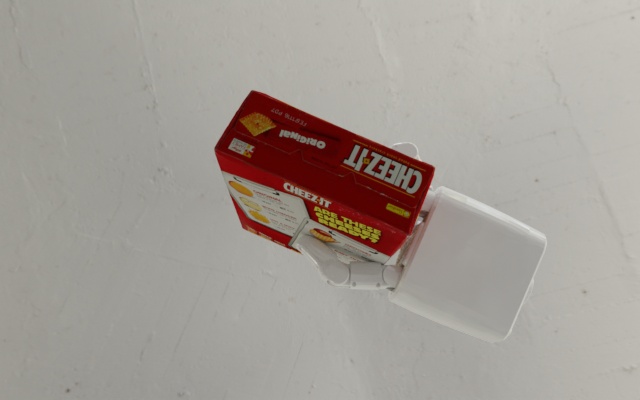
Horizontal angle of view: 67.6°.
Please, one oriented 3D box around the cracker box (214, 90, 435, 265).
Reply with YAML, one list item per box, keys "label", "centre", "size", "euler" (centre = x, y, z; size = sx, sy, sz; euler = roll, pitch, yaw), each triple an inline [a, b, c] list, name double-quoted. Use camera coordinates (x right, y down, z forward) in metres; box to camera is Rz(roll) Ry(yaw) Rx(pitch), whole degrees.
- label: "cracker box"
  centre: [0.000, 0.002, 0.464]
  size: [0.164, 0.072, 0.214]
  euler: [23, -19, 5]
